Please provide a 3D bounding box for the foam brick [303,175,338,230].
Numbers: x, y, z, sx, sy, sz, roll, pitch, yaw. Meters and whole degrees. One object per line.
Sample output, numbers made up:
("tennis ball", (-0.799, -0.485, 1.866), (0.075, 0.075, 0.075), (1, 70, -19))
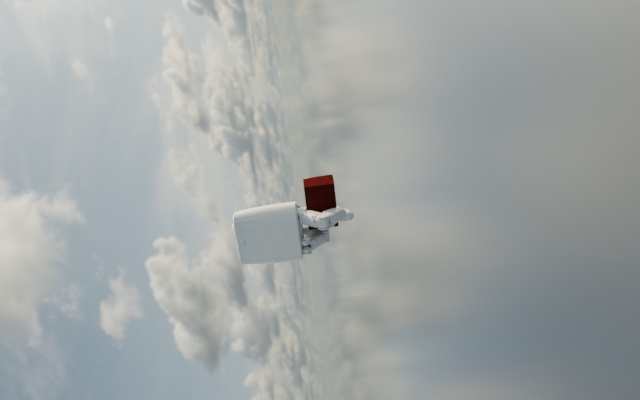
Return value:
("foam brick", (0.000, 0.002, 0.804), (0.051, 0.078, 0.053), (-6, 19, 0))
